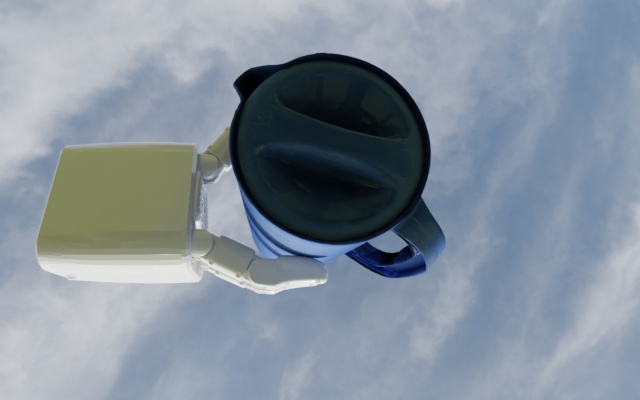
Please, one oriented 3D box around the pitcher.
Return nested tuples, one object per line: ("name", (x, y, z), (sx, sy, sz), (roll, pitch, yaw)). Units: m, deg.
("pitcher", (0.000, 0.001, 0.416), (0.145, 0.149, 0.243), (-3, -15, -9))
